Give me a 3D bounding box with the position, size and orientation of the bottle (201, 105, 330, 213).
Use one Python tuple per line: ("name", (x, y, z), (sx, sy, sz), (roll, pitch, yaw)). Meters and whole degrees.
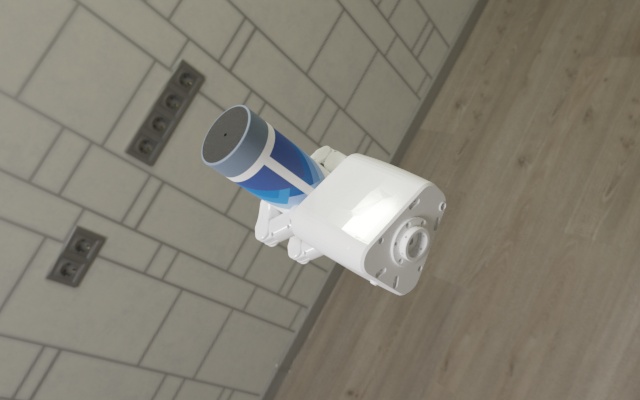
("bottle", (0.000, 0.002, 0.545), (0.069, 0.069, 0.296), (0, -26, 43))
